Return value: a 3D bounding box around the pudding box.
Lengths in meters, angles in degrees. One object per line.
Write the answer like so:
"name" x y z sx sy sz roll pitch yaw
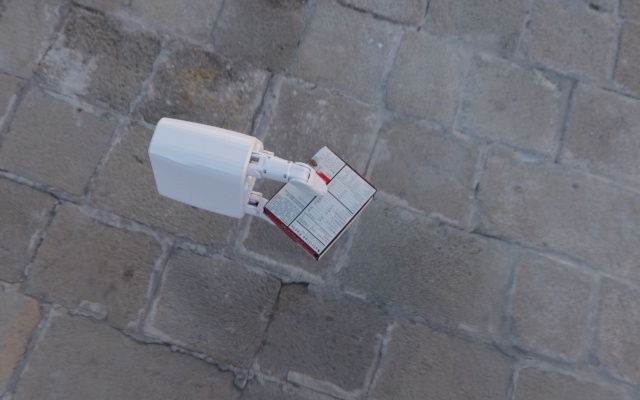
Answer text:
"pudding box" 0.000 0.002 0.574 0.090 0.113 0.039 42 -13 4
